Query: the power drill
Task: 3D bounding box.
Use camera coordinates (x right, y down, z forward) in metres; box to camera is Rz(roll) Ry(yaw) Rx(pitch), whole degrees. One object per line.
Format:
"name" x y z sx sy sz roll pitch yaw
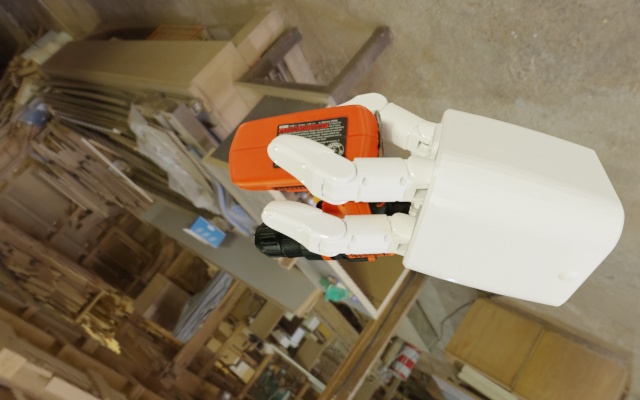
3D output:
"power drill" 0.000 0.001 0.400 0.184 0.057 0.188 -7 -26 17
